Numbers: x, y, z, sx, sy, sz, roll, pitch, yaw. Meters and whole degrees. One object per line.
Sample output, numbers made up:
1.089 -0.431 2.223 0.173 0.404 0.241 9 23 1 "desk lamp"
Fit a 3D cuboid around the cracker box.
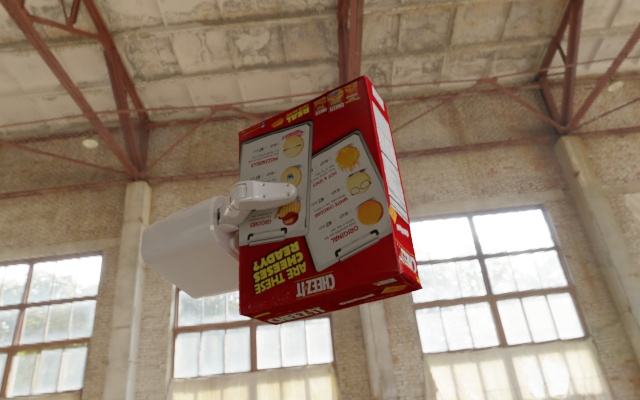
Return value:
0.000 0.001 0.486 0.164 0.213 0.072 -19 -30 23 "cracker box"
